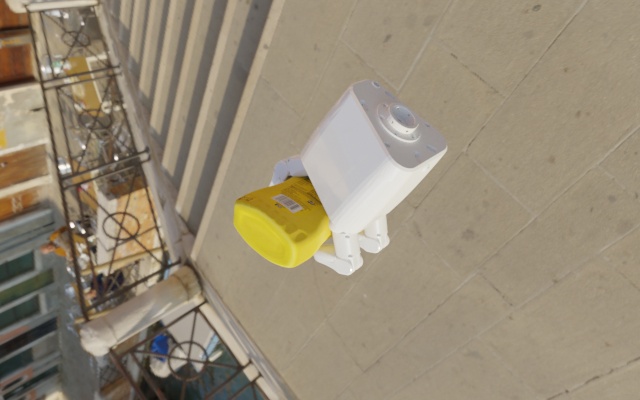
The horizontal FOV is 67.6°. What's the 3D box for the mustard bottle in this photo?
[{"bbox_3d":[0.000,0.002,0.551,0.096,0.058,0.191,32,40,28],"label":"mustard bottle"}]
